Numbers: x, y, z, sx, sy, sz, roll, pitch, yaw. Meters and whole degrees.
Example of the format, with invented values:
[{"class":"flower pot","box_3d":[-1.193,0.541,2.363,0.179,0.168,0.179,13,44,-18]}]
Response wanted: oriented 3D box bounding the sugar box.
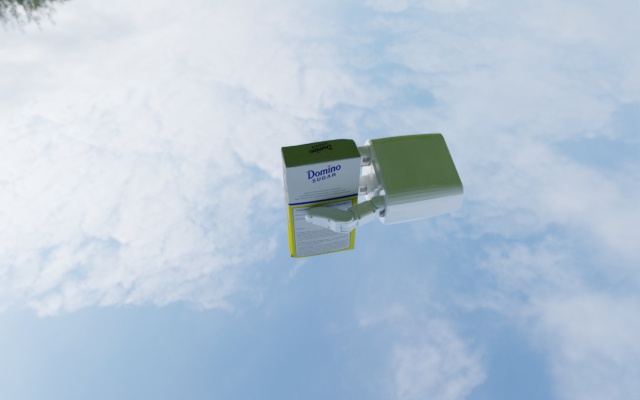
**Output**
[{"class":"sugar box","box_3d":[0.000,0.002,0.627,0.093,0.176,0.048,-8,45,-9]}]
